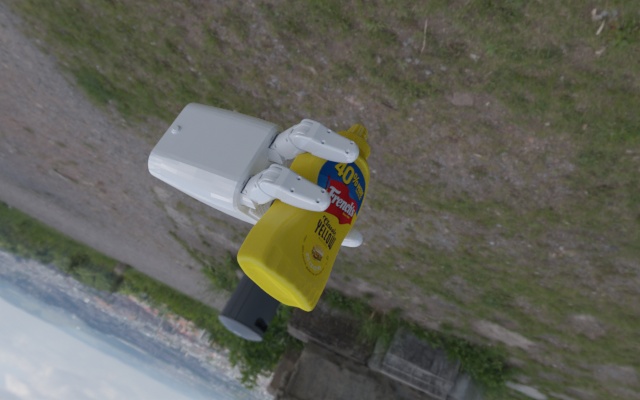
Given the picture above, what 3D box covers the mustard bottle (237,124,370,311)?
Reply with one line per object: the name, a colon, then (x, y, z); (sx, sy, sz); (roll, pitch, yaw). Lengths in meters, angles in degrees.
mustard bottle: (0.000, 0.002, 0.461); (0.058, 0.191, 0.096); (6, -33, 39)
